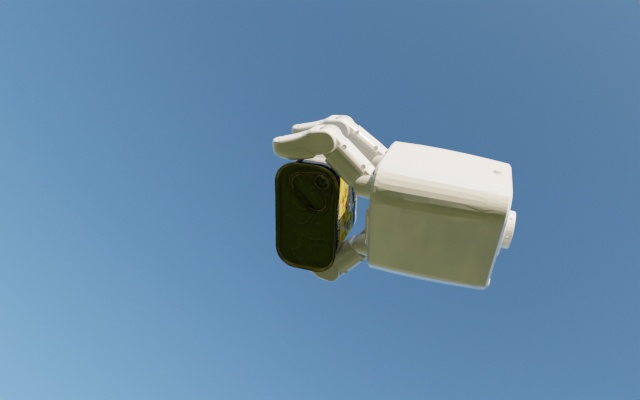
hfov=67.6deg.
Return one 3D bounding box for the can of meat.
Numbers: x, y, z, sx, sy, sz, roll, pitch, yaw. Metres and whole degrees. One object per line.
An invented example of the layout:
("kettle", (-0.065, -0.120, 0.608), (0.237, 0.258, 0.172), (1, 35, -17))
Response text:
("can of meat", (0.000, 0.001, 0.452), (0.057, 0.102, 0.084), (9, 25, 17))
